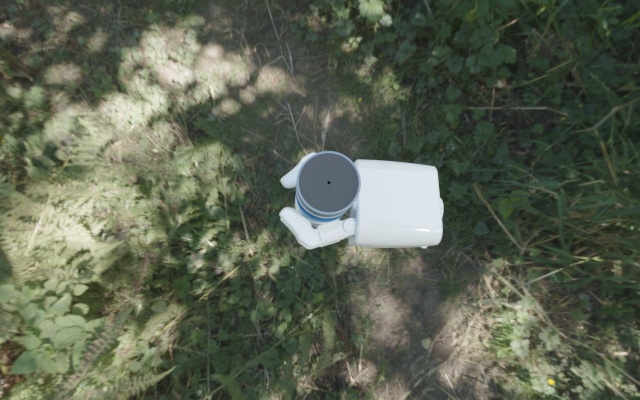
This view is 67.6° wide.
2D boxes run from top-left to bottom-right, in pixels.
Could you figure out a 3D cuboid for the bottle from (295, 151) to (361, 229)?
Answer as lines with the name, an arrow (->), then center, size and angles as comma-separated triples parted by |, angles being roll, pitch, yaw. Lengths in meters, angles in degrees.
bottle -> 0.000, 0.002, 0.631 | 0.069, 0.069, 0.296 | 0, -8, -3
